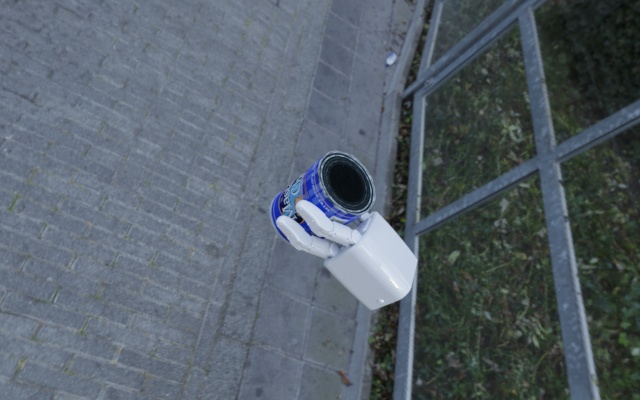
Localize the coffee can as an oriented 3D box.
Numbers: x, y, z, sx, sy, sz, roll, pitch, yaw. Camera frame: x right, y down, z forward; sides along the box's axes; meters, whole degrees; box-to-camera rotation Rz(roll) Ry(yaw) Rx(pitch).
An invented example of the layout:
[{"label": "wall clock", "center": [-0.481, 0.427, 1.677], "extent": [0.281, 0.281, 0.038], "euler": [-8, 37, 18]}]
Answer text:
[{"label": "coffee can", "center": [0.000, 0.002, 0.728], "extent": [0.103, 0.102, 0.140], "euler": [0, -24, -38]}]
